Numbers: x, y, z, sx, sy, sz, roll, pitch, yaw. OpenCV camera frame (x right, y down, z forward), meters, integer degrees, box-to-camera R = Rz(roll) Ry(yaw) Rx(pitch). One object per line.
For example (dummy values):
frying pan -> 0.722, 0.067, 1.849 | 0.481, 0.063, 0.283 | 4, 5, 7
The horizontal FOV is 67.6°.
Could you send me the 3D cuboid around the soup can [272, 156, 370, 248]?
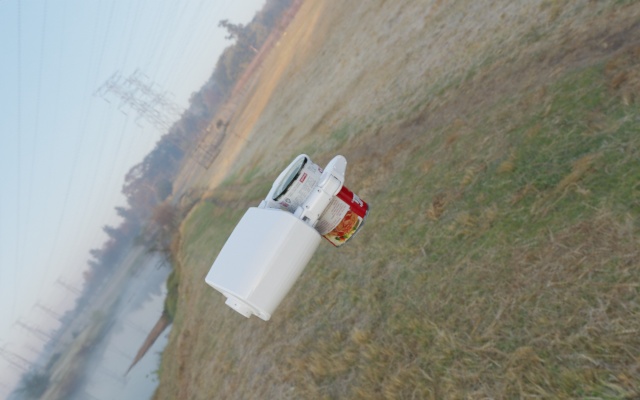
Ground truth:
soup can -> 0.000, 0.001, 0.586 | 0.102, 0.068, 0.068 | 37, -10, -14
